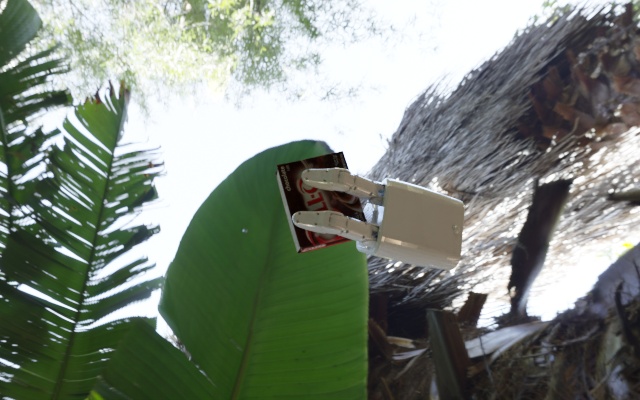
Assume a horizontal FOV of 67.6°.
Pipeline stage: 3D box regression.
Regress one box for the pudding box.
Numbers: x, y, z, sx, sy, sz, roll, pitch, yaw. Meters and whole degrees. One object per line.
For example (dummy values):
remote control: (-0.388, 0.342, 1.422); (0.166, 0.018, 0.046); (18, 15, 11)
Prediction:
pudding box: (0.000, 0.002, 0.601); (0.090, 0.113, 0.039); (-14, -16, -15)
